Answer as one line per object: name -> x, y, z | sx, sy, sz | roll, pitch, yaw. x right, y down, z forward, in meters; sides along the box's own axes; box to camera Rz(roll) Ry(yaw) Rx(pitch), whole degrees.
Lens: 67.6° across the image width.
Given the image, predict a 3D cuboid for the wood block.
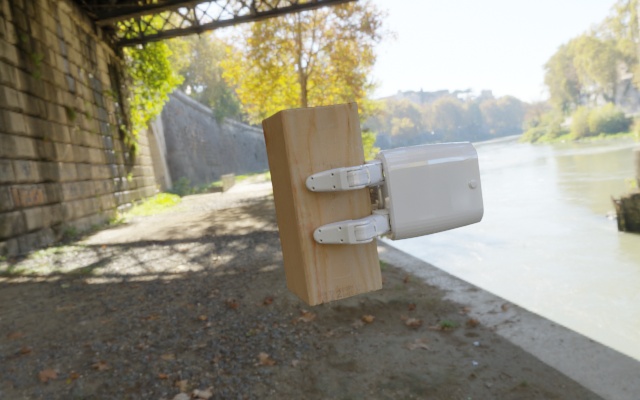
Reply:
wood block -> 0.000, 0.002, 0.546 | 0.090, 0.206, 0.091 | -10, 5, -18
